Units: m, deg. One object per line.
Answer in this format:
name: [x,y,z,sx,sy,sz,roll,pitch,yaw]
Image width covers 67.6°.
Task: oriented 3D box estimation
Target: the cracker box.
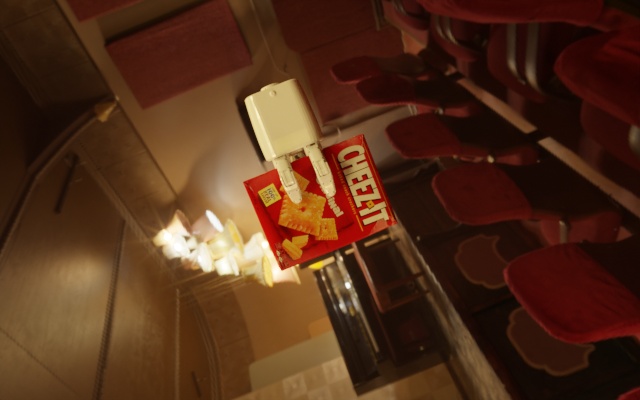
cracker box: [0.000,0.003,0.805,0.213,0.164,0.072,-22,5,-1]
